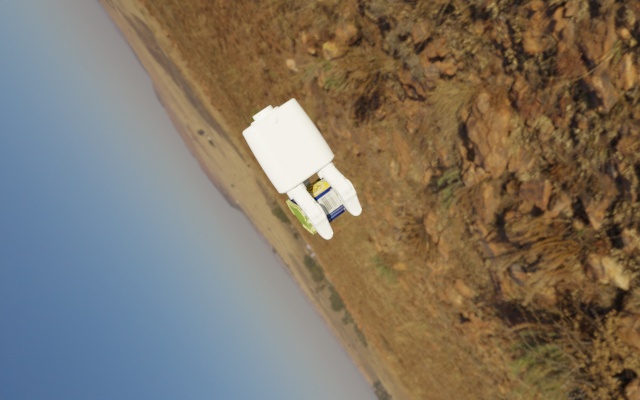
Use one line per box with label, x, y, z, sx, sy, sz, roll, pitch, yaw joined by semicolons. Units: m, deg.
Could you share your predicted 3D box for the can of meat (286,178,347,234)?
can of meat;0.000;0.003;0.751;0.084;0.057;0.102;-35;15;-9
